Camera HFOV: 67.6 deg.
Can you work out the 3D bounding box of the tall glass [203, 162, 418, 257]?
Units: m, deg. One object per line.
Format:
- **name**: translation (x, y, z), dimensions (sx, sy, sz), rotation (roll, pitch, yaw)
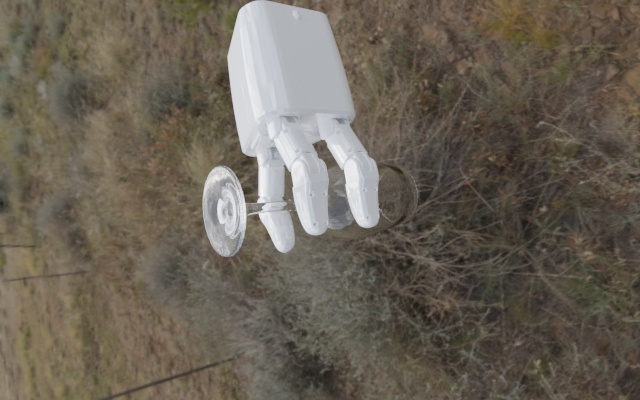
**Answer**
- **tall glass**: translation (0.000, 0.002, 0.442), dimensions (0.201, 0.079, 0.079), rotation (-5, 3, -37)
